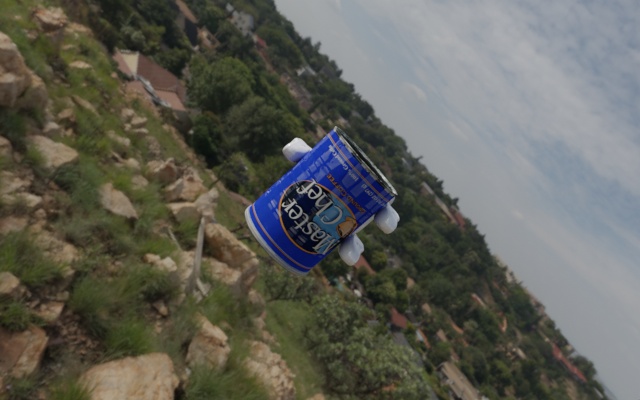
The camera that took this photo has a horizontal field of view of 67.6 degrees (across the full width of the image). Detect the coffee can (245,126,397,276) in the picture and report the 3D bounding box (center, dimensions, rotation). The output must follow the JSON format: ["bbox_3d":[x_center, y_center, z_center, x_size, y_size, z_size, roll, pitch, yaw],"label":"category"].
[{"bbox_3d":[0.000,0.002,0.538,0.140,0.103,0.103,-42,-10,11],"label":"coffee can"}]
